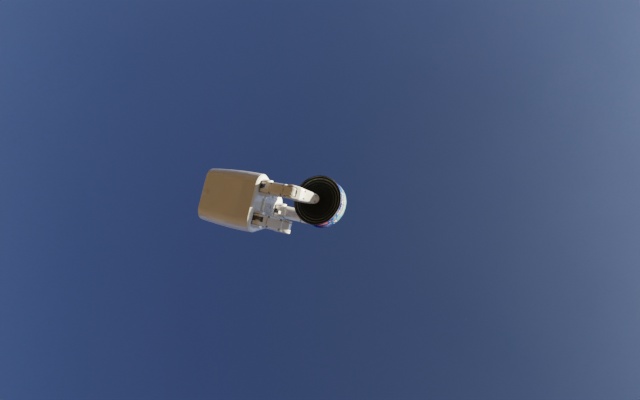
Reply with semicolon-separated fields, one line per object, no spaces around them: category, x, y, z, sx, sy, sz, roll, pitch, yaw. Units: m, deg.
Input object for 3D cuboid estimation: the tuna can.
tuna can;0.000;0.003;0.813;0.086;0.086;0.034;0;-14;23
